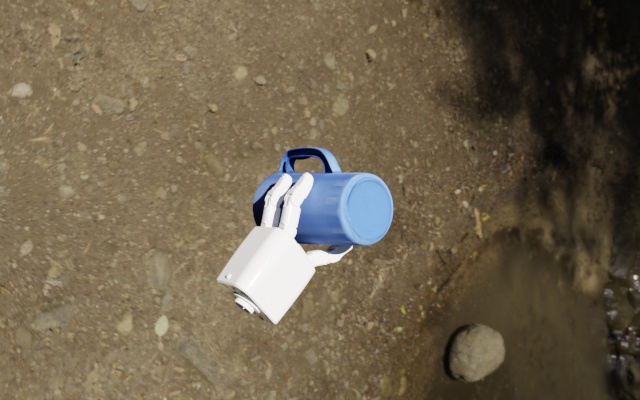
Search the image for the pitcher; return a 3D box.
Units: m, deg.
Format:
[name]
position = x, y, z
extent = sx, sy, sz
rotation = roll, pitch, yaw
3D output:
[pitcher]
position = 0.000, 0.003, 0.793
extent = 0.243, 0.149, 0.145
rotation = -1, 44, 53
